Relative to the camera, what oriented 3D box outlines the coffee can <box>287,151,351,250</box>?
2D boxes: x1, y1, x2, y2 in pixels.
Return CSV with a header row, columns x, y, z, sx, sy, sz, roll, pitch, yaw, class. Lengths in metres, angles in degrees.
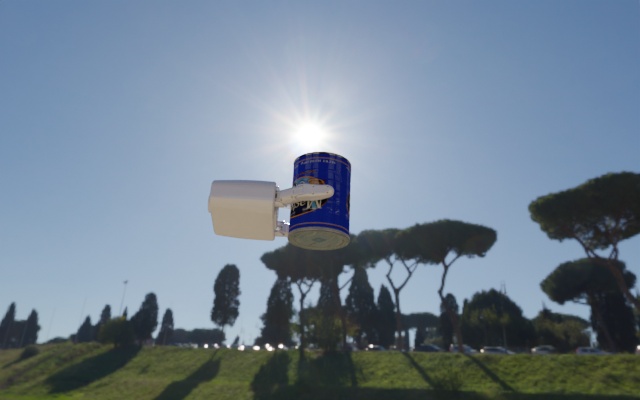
x,y,z,sx,sy,sz,roll,pitch,yaw,class
0.000,0.003,0.811,0.103,0.140,0.103,3,-23,1,coffee can
